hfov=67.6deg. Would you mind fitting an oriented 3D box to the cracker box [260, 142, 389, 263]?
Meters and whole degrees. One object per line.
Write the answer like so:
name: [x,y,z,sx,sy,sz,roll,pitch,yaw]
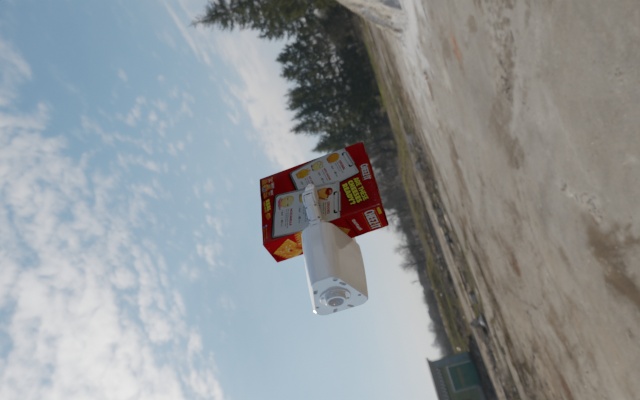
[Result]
cracker box: [0.000,0.003,0.869,0.214,0.164,0.072,-19,-43,10]
